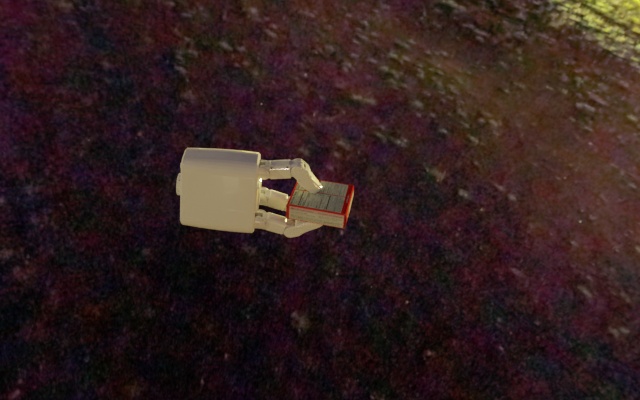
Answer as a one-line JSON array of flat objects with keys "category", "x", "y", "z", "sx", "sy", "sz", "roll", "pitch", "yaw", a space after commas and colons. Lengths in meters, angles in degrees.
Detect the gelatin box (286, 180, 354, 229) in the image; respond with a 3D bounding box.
[{"category": "gelatin box", "x": 0.000, "y": 0.002, "z": 0.707, "sx": 0.089, "sy": 0.030, "sz": 0.073, "roll": 9, "pitch": 38, "yaw": 8}]
